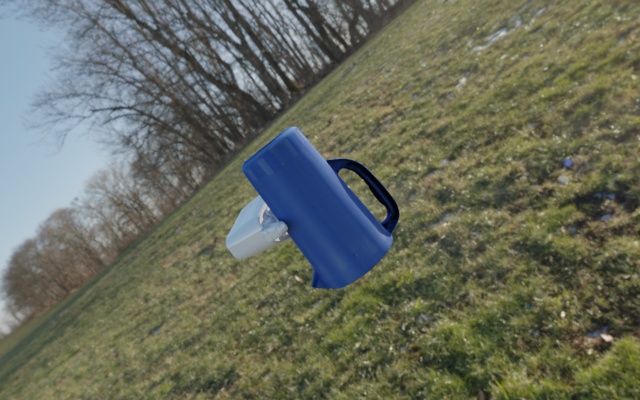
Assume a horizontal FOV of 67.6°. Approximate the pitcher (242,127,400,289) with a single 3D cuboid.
[{"bbox_3d":[0.000,0.003,0.747,0.145,0.243,0.149,-31,12,39],"label":"pitcher"}]
